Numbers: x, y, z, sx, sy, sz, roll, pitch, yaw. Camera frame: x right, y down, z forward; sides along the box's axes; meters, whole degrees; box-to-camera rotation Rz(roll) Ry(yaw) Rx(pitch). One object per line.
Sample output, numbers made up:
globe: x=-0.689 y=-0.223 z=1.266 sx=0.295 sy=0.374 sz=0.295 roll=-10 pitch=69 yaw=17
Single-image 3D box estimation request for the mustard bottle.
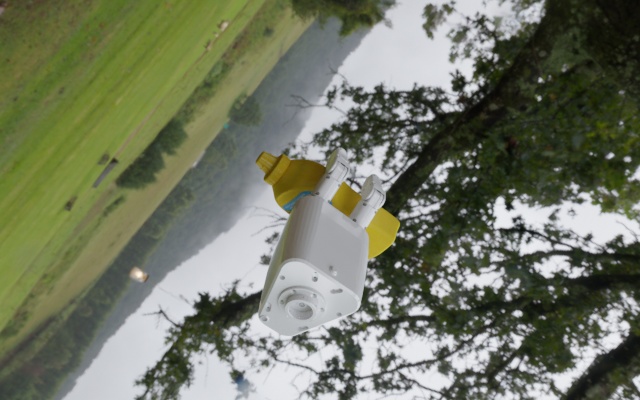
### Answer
mustard bottle: x=0.000 y=0.002 z=0.603 sx=0.192 sy=0.058 sz=0.096 roll=36 pitch=-34 yaw=-15
